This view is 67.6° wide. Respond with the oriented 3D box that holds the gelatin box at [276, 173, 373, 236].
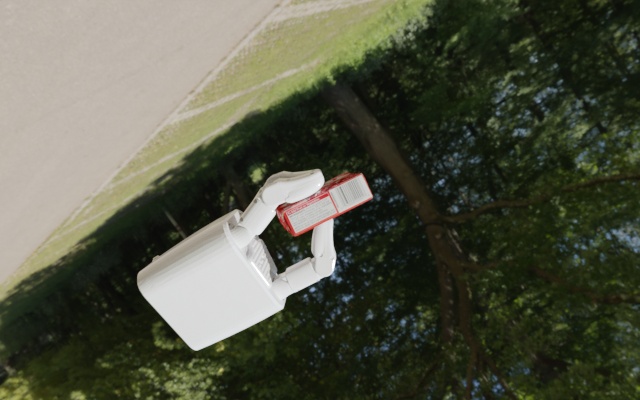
[{"bbox_3d":[0.001,0.002,0.487,0.089,0.030,0.073,-26,7,-8],"label":"gelatin box"}]
